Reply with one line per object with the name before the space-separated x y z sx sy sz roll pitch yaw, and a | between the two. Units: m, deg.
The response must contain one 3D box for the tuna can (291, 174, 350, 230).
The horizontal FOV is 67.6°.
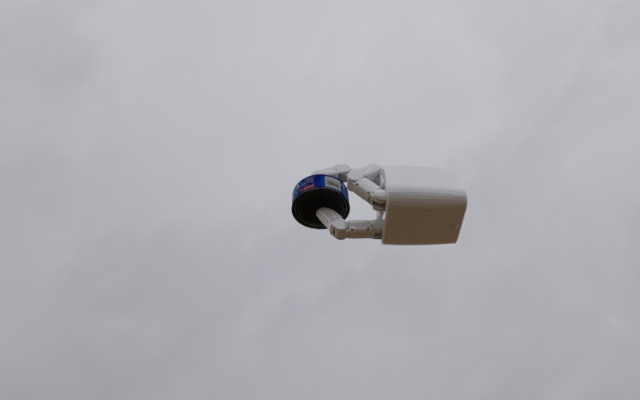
tuna can | 0.000 0.002 0.704 0.086 0.086 0.033 -1 45 -1
